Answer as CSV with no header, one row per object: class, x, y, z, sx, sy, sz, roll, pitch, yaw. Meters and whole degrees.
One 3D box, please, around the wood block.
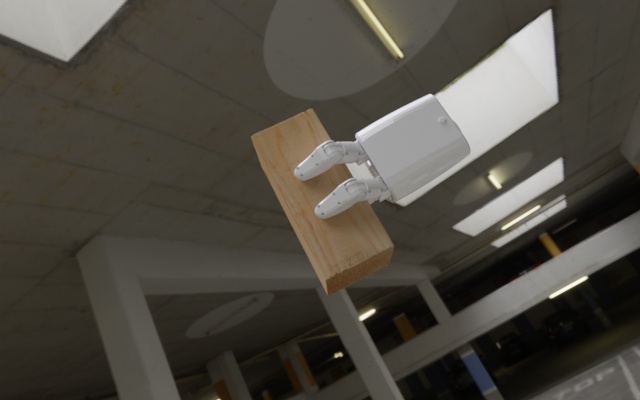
wood block,0.000,0.002,0.603,0.090,0.206,0.091,-26,-22,-7
